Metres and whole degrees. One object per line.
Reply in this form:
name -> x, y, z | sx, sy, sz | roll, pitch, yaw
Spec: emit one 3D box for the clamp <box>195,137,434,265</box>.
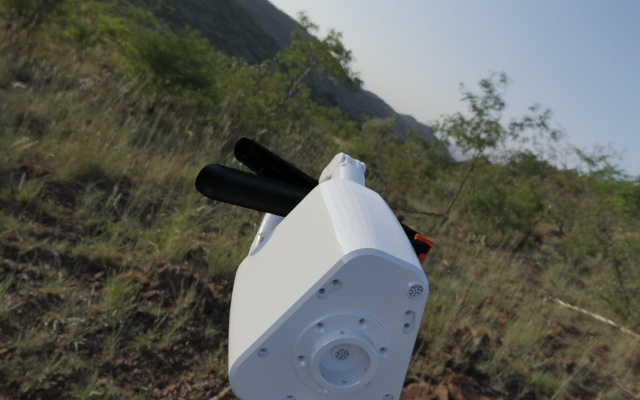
clamp -> 0.001, 0.001, 0.426 | 0.210, 0.036, 0.164 | 24, 15, -13
